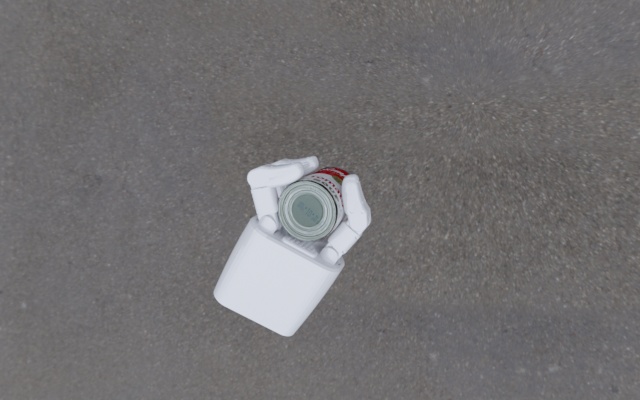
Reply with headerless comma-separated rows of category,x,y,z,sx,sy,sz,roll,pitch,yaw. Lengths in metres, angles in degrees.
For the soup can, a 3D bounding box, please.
soup can,0.000,0.002,0.540,0.068,0.068,0.102,0,11,18
